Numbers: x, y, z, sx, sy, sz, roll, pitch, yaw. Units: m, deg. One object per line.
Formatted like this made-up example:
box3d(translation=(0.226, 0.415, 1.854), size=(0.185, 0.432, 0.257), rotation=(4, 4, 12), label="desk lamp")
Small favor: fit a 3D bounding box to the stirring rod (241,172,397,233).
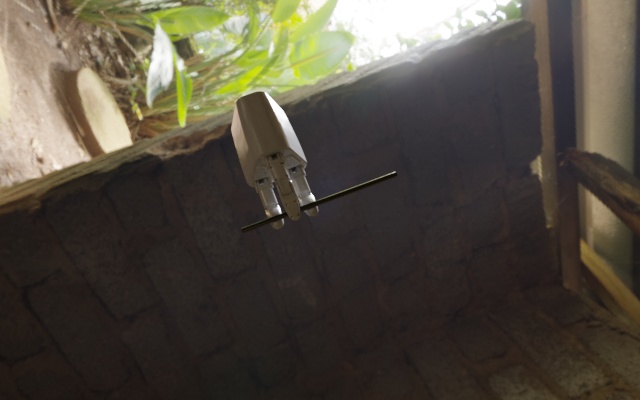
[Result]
box3d(translation=(0.000, 0.002, 0.696), size=(0.239, 0.011, 0.011), rotation=(-20, 2, -6), label="stirring rod")
